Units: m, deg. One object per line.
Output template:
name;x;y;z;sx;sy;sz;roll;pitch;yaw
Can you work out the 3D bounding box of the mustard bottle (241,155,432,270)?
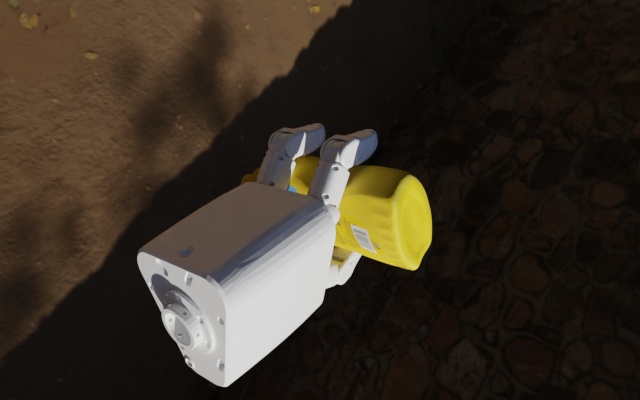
mustard bottle;0.000;0.001;0.433;0.191;0.058;0.096;14;-32;35
